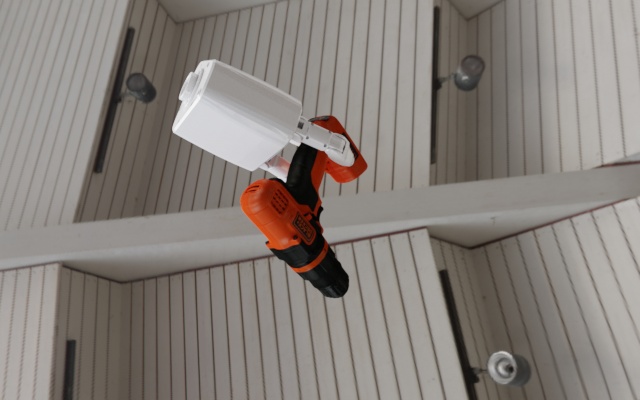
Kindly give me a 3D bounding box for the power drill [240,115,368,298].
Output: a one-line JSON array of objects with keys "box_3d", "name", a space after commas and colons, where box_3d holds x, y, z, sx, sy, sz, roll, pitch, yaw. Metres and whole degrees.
[{"box_3d": [0.000, 0.001, 0.584, 0.057, 0.187, 0.184, -11, -50, 35], "name": "power drill"}]
